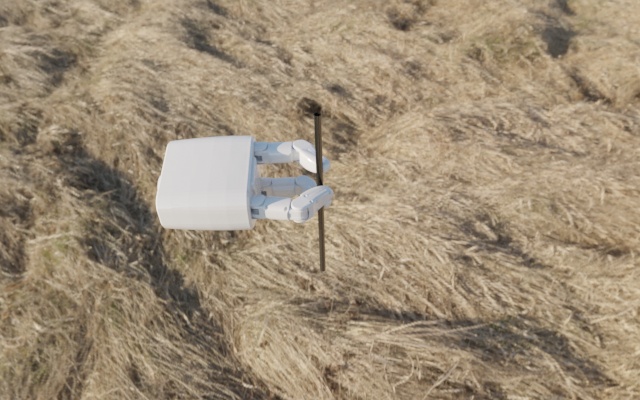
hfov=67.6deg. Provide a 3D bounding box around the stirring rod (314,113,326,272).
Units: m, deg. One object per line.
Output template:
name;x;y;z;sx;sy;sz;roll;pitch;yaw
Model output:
stirring rod;0.000;0.002;0.582;0.011;0.240;0.011;-1;39;1
